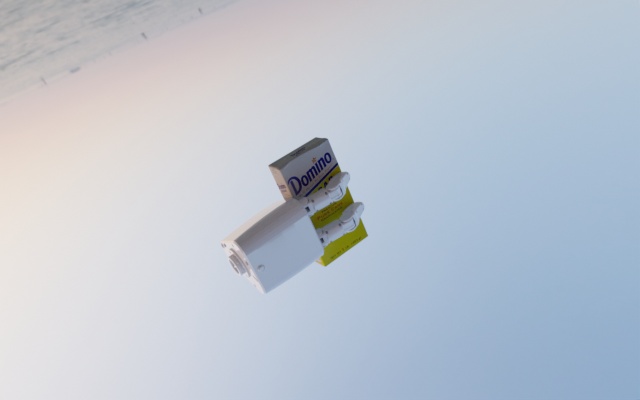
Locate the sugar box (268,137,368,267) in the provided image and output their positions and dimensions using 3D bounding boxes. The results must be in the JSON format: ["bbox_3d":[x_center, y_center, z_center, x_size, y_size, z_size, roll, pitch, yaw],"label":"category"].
[{"bbox_3d":[0.000,0.003,0.729,0.093,0.176,0.048,-34,27,-21],"label":"sugar box"}]
